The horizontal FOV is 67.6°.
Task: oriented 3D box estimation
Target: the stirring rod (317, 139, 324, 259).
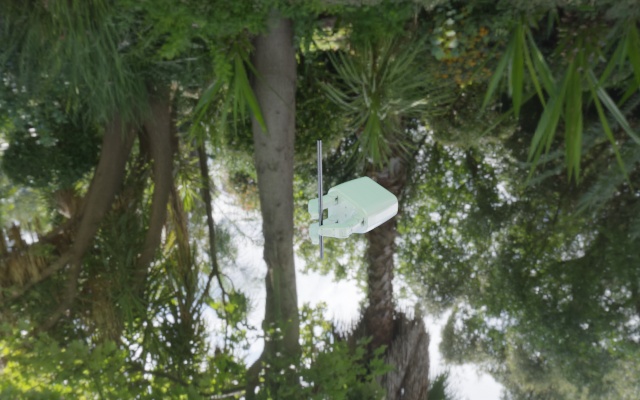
[{"bbox_3d":[0.000,0.003,0.896,0.011,0.240,0.011,-1,24,0],"label":"stirring rod"}]
